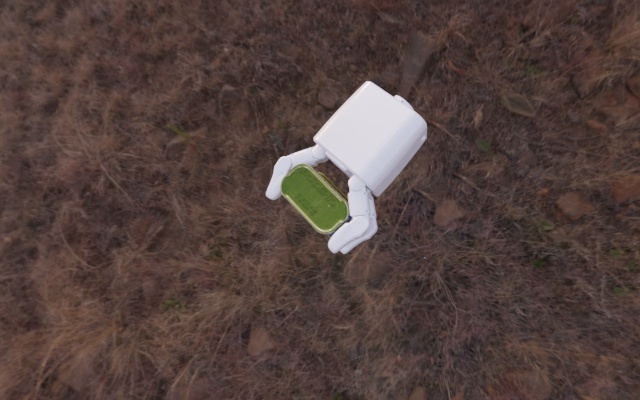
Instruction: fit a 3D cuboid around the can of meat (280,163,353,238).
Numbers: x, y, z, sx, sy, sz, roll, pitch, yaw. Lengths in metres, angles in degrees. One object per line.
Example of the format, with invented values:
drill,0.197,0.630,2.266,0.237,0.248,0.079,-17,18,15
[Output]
can of meat,0.000,0.002,0.631,0.102,0.057,0.084,45,4,13
